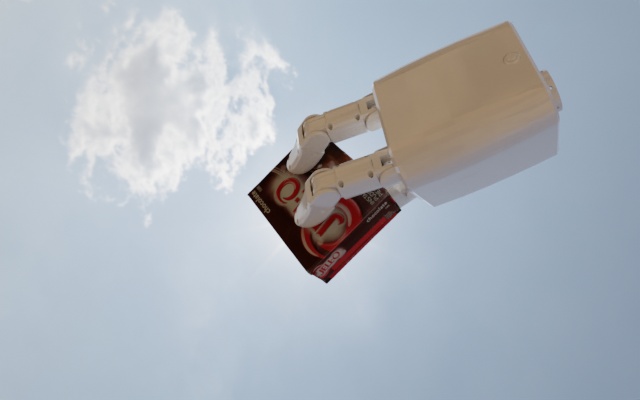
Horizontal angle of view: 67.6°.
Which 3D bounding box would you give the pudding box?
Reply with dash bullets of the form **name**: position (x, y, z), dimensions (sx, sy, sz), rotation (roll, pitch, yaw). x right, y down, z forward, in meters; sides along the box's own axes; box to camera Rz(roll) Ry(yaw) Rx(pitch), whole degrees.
- **pudding box**: position (0.000, 0.001, 0.414), dimensions (0.113, 0.090, 0.039), rotation (47, 2, 41)
